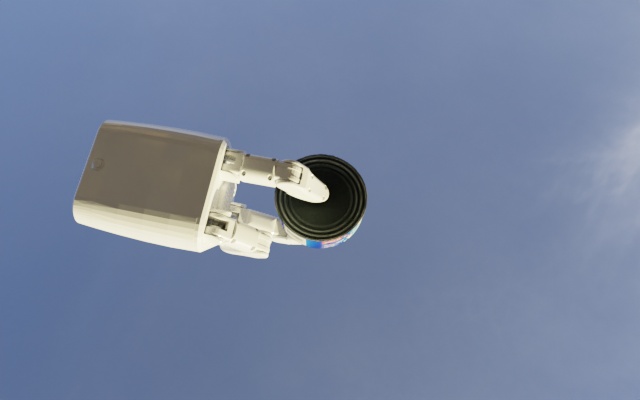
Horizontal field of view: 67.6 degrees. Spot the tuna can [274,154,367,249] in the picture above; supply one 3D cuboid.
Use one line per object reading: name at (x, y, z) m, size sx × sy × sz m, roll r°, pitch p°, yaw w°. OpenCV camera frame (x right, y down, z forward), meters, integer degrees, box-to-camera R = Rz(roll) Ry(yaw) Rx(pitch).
tuna can at (0.000, 0.002, 0.454) m, size 0.086 × 0.086 × 0.034 m, roll 0°, pitch -20°, yaw -1°
